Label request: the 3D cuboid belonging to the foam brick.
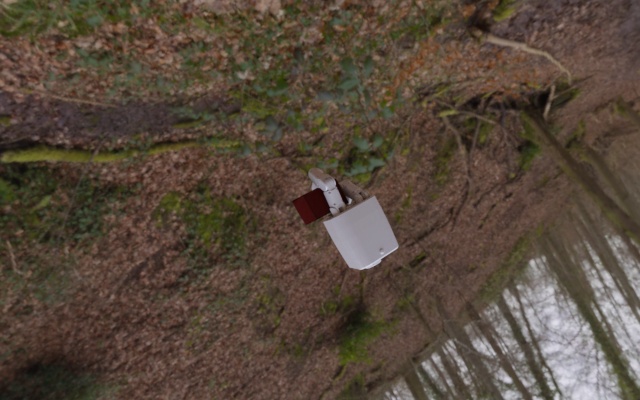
[{"bbox_3d":[0.000,0.003,0.867,0.078,0.051,0.053,-28,0,-28],"label":"foam brick"}]
